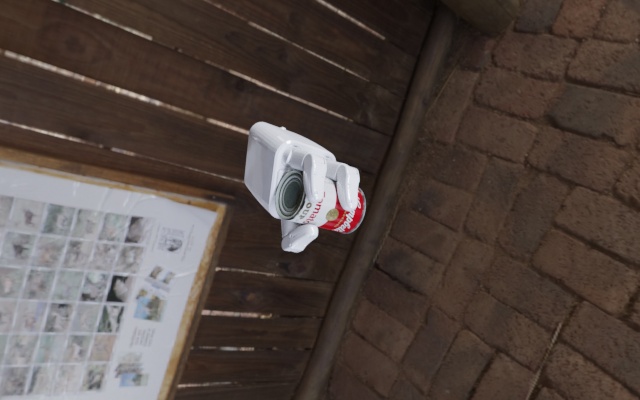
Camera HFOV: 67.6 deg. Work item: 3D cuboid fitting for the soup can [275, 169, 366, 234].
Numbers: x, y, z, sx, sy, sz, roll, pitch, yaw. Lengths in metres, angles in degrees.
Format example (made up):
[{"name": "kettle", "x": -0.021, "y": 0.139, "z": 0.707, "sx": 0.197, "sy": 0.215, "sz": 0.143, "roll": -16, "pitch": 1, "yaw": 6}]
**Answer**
[{"name": "soup can", "x": 0.000, "y": 0.002, "z": 0.631, "sx": 0.102, "sy": 0.068, "sz": 0.068, "roll": 15, "pitch": -9, "yaw": -37}]
